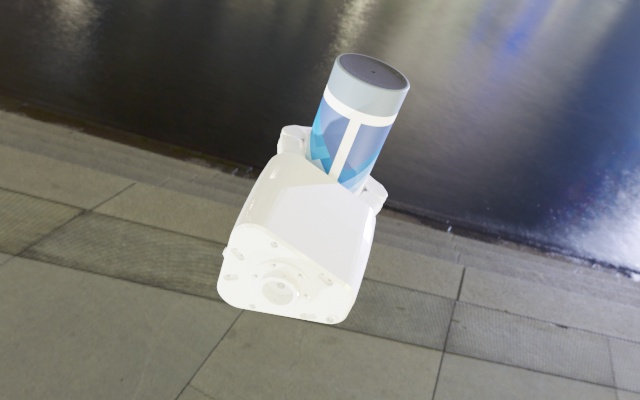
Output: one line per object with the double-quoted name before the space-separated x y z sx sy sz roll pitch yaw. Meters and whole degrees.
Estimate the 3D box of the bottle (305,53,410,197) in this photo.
"bottle" 0.000 0.001 0.489 0.069 0.296 0.069 14 37 -11
